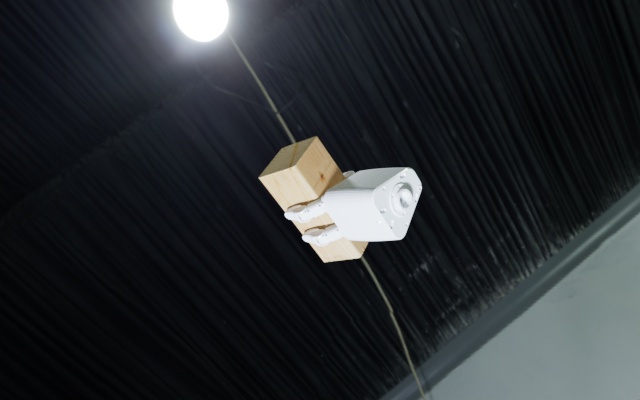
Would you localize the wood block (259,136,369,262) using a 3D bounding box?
[{"bbox_3d":[0.000,0.002,0.841,0.090,0.206,0.090,-13,32,40],"label":"wood block"}]
